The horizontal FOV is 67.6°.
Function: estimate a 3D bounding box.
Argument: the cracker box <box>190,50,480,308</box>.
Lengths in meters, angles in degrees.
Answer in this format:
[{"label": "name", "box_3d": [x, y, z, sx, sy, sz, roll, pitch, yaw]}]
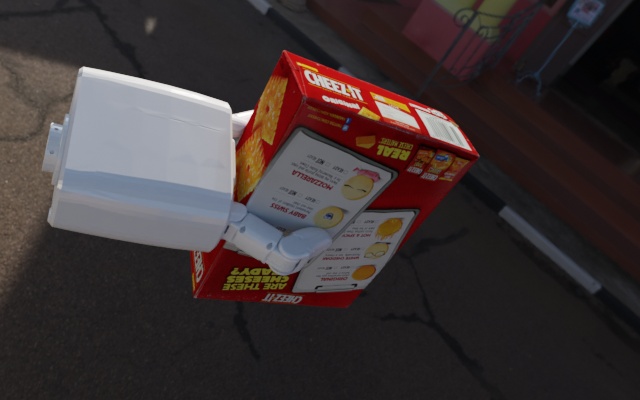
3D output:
[{"label": "cracker box", "box_3d": [0.000, 0.001, 0.411, 0.164, 0.072, 0.214, 12, -50, -30]}]
